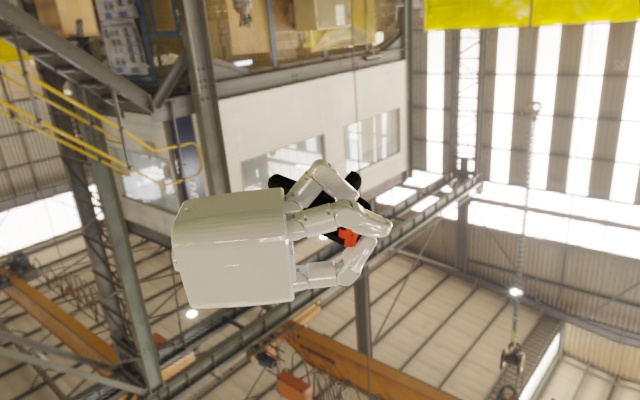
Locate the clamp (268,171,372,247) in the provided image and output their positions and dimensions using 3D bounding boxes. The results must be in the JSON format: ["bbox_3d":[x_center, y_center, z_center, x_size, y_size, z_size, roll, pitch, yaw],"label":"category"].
[{"bbox_3d":[0.000,0.002,0.547,0.120,0.039,0.171,-5,21,-4],"label":"clamp"}]
